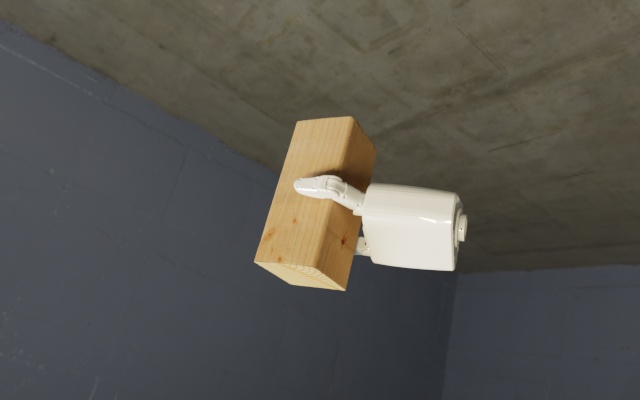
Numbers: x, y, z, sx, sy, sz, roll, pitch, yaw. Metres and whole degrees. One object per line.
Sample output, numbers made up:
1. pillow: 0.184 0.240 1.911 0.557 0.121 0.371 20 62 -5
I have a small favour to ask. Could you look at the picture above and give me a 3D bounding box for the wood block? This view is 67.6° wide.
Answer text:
1. wood block: 0.000 0.002 0.630 0.090 0.206 0.091 1 -26 31
